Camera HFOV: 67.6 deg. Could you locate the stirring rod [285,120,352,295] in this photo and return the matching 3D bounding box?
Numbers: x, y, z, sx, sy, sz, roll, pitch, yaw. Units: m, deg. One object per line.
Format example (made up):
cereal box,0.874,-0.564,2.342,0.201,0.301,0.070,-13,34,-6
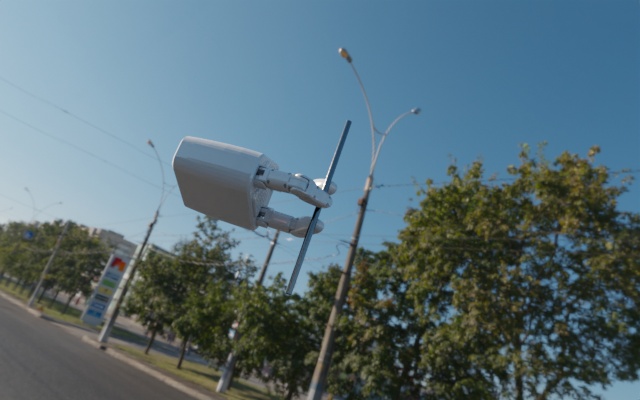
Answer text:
stirring rod,0.000,0.002,0.596,0.011,0.239,0.011,17,-19,6
